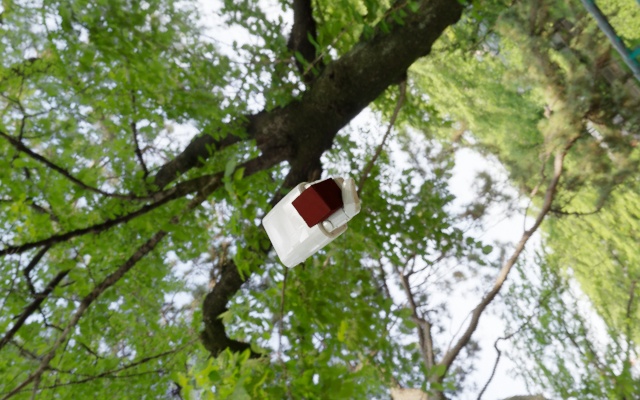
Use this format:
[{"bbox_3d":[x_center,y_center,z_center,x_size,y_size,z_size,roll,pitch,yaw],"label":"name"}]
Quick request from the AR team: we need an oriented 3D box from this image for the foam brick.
[{"bbox_3d":[0.000,0.002,0.764,0.051,0.053,0.078,-39,-6,26],"label":"foam brick"}]
